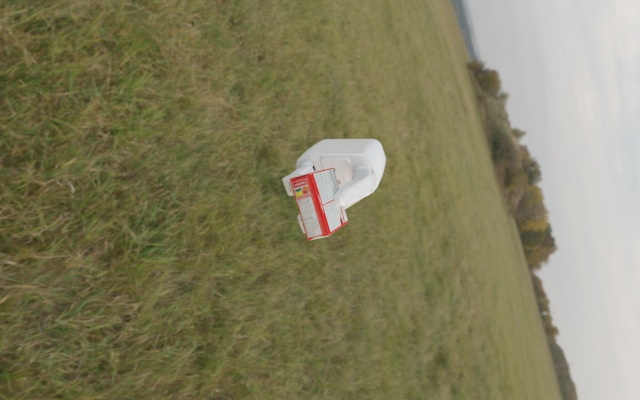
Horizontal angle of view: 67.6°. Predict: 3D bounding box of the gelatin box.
[{"bbox_3d":[0.000,0.002,0.567,0.030,0.073,0.089,-15,3,19],"label":"gelatin box"}]
